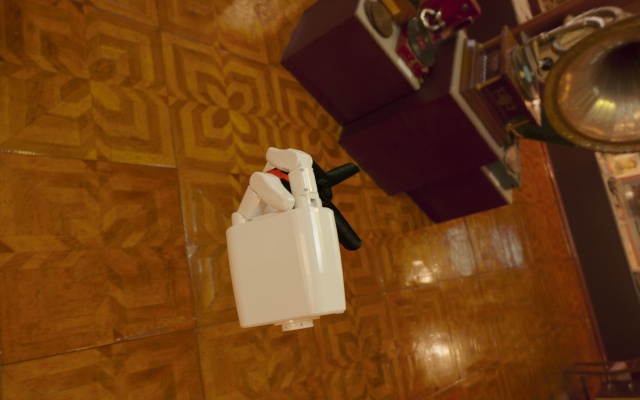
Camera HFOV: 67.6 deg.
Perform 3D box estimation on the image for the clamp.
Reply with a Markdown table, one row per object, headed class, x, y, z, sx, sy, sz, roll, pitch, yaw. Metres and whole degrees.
| class | x | y | z | sx | sy | sz | roll | pitch | yaw |
| --- | --- | --- | --- | --- | --- | --- | --- | --- | --- |
| clamp | 0.000 | 0.002 | 0.590 | 0.039 | 0.120 | 0.171 | -22 | -18 | 39 |
